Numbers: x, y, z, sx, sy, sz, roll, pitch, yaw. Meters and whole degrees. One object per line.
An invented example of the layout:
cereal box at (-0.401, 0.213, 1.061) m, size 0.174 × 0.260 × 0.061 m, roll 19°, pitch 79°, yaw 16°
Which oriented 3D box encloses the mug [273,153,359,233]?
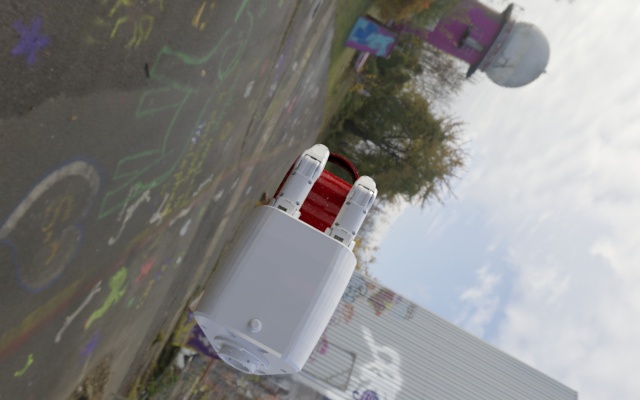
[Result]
mug at (0.001, 0.001, 0.495) m, size 0.081 × 0.117 × 0.093 m, roll 30°, pitch -29°, yaw 1°
